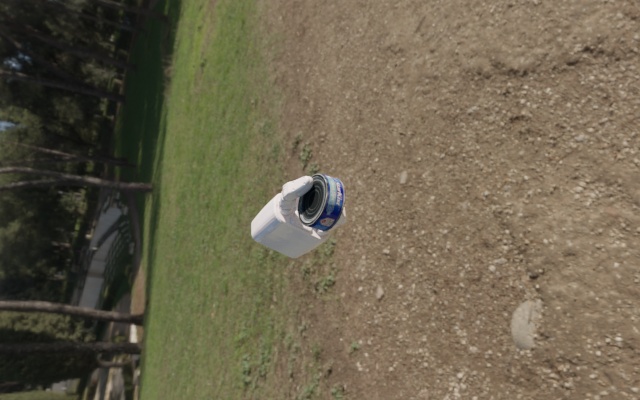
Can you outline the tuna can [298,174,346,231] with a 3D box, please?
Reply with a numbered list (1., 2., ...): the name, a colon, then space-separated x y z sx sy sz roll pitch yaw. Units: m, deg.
1. tuna can: 0.000 0.002 0.739 0.034 0.086 0.086 16 -9 -30
